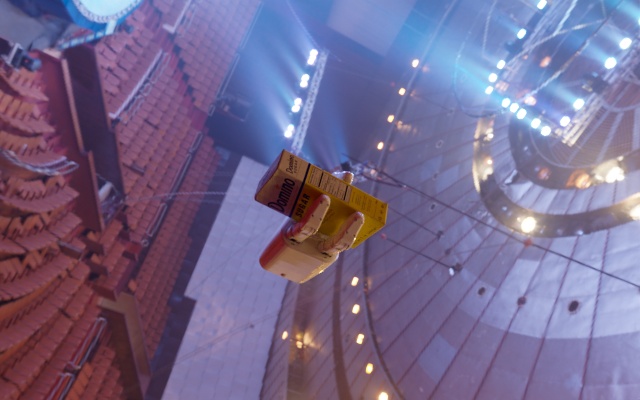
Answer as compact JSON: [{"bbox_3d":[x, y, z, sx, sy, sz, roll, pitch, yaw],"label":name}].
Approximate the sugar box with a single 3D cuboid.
[{"bbox_3d":[0.000,0.003,0.694,0.176,0.048,0.093,24,-38,-16],"label":"sugar box"}]
